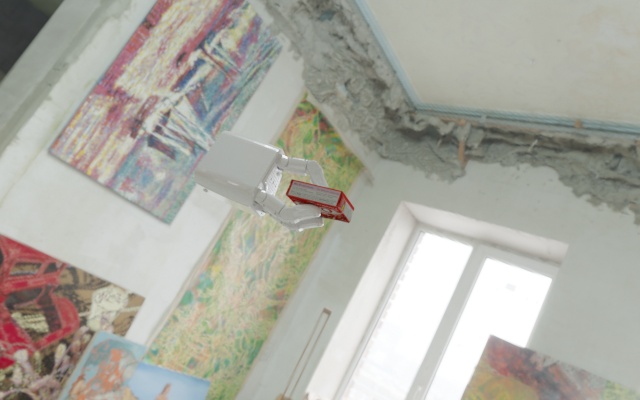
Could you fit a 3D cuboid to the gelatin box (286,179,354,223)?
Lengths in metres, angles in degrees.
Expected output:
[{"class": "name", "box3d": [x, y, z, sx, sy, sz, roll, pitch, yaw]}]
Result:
[{"class": "gelatin box", "box3d": [0.001, 0.002, 0.737, 0.089, 0.030, 0.073, 13, -16, 23]}]
